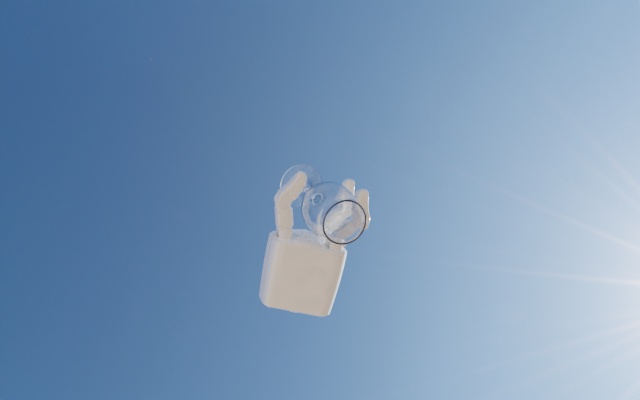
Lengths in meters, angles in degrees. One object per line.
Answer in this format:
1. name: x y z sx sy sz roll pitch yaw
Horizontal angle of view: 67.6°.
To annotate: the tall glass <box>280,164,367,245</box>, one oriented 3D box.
1. tall glass: 0.000 0.002 0.711 0.079 0.079 0.201 0 15 -20
